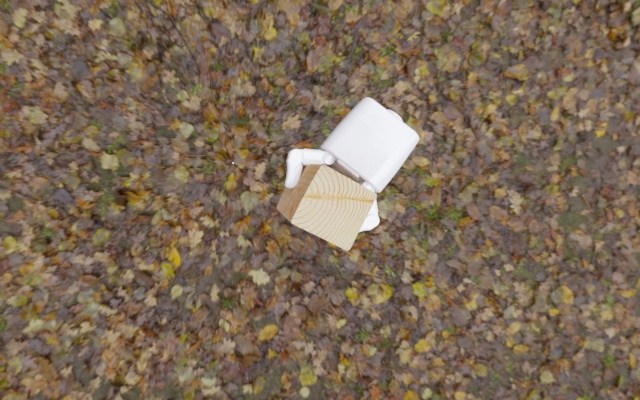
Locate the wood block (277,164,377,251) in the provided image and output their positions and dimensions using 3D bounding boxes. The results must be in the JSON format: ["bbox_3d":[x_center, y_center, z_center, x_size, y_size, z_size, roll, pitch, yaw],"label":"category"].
[{"bbox_3d":[0.000,0.002,0.732,0.091,0.090,0.206,28,-1,-11],"label":"wood block"}]
